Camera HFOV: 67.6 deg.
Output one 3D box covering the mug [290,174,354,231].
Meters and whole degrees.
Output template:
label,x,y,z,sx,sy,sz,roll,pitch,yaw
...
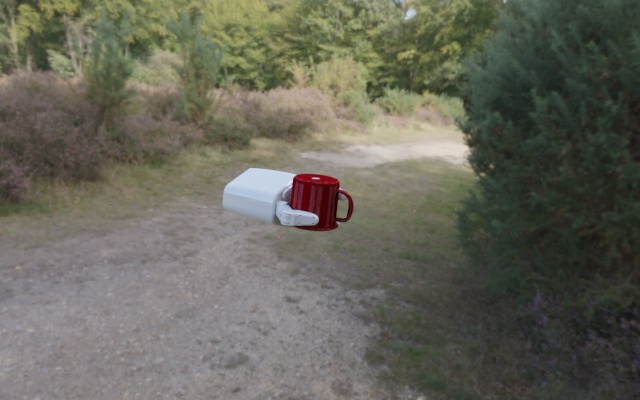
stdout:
label,x,y,z,sx,sy,sz,roll,pitch,yaw
mug,0.001,0.003,0.817,0.117,0.081,0.093,11,14,21
